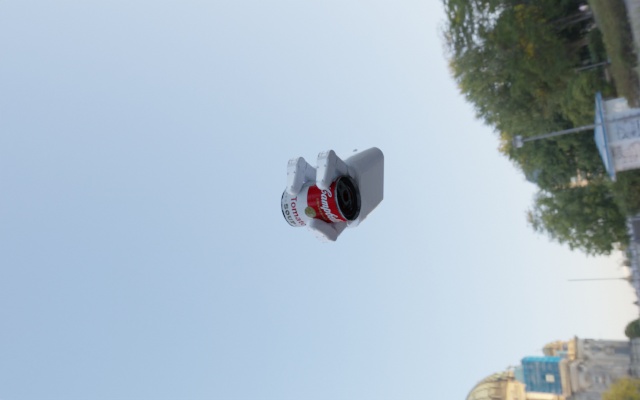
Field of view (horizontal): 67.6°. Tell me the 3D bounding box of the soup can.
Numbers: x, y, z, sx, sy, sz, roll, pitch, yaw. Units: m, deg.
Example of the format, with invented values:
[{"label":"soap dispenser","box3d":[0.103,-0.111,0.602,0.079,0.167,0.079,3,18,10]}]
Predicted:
[{"label":"soup can","box3d":[0.000,0.003,0.714,0.102,0.068,0.068,-9,-5,34]}]
